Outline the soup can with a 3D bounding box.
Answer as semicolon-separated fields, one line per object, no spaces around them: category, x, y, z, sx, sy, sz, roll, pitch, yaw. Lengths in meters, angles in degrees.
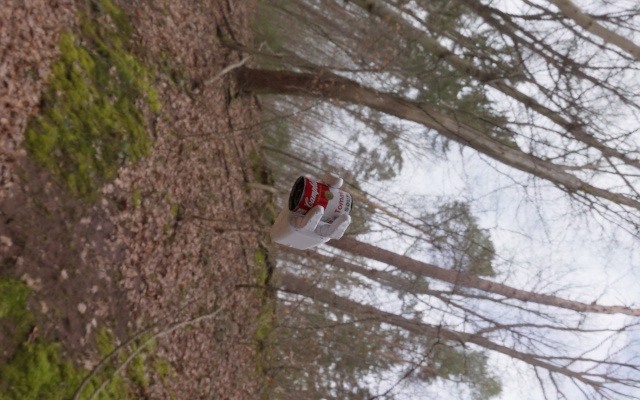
soup can;0.001;0.003;0.885;0.102;0.068;0.068;19;-7;-21
